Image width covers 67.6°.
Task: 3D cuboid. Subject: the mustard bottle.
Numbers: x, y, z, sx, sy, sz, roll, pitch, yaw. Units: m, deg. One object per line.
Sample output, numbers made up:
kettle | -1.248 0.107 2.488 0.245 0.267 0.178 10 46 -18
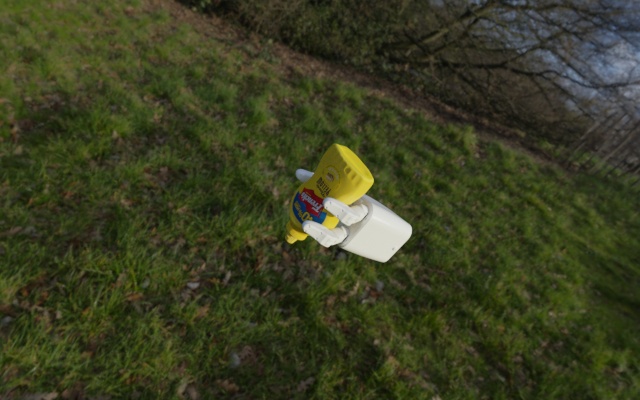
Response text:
mustard bottle | 0.000 0.002 0.817 0.058 0.192 0.096 6 40 -52
